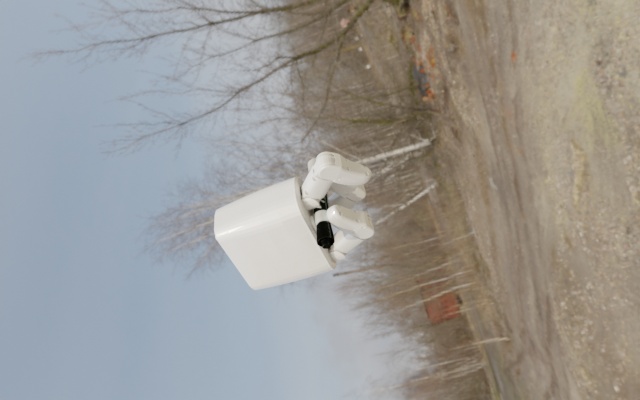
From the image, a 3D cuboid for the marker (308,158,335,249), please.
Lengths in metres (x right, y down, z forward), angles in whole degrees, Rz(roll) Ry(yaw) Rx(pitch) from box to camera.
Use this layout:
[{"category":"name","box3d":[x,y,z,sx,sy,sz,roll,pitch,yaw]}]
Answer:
[{"category":"marker","box3d":[0.000,0.002,0.525,0.020,0.121,0.020,-4,-40,-4]}]
